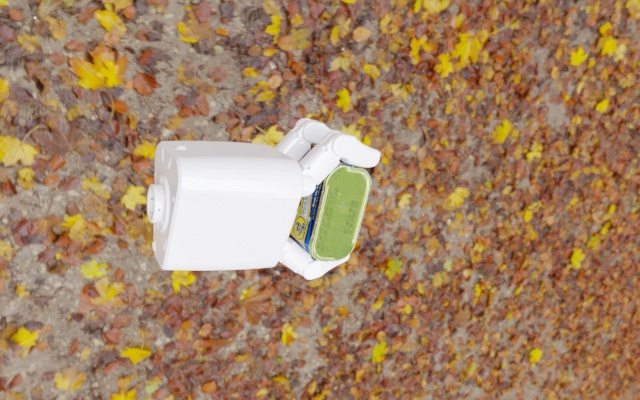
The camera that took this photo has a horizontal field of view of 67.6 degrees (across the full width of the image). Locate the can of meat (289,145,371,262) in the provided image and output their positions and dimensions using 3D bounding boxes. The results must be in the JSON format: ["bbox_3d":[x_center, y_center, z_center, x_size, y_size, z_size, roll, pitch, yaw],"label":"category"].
[{"bbox_3d":[0.000,0.002,0.485,0.057,0.102,0.084,4,16,-31],"label":"can of meat"}]
